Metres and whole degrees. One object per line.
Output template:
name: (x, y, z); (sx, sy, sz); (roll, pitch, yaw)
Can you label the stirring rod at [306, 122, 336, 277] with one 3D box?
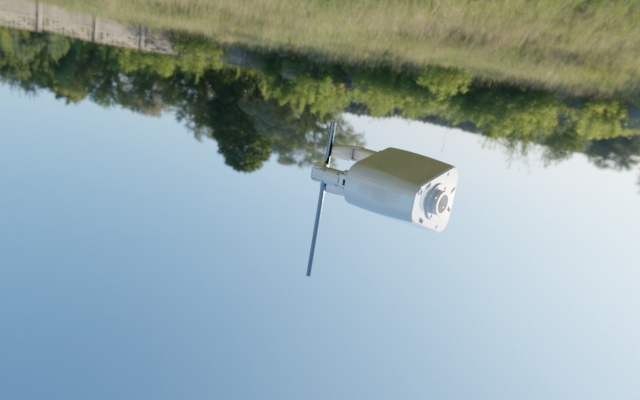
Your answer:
stirring rod: (0.000, 0.002, 0.720); (0.011, 0.239, 0.011); (9, 14, -2)
